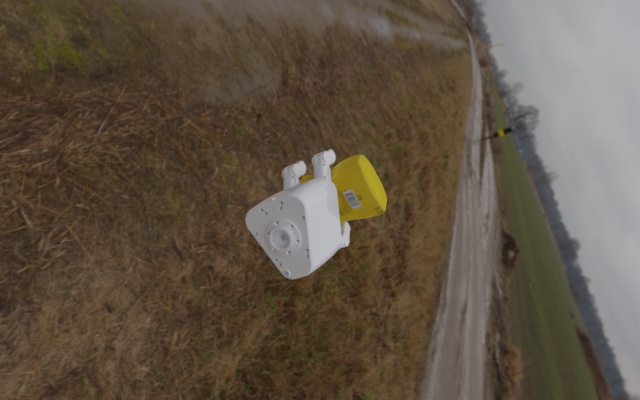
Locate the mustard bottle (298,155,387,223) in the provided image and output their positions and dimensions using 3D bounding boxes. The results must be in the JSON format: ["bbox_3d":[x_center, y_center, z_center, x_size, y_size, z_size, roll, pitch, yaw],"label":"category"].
[{"bbox_3d":[0.000,0.002,0.750,0.191,0.096,0.058,-20,29,24],"label":"mustard bottle"}]
